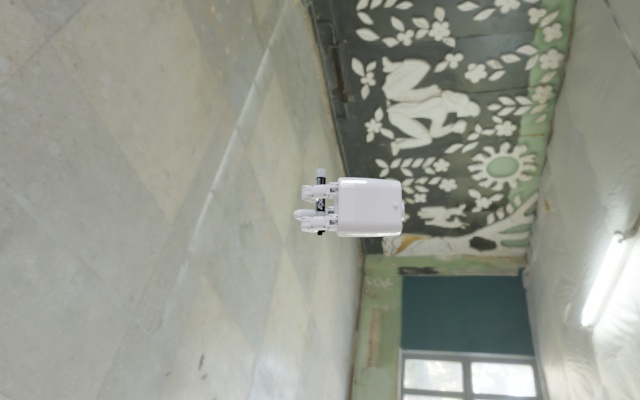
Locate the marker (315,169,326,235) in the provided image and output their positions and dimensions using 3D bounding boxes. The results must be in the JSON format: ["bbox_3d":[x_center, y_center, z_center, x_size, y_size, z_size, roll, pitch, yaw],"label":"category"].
[{"bbox_3d":[0.000,0.003,0.866,0.020,0.121,0.020,1,-11,0],"label":"marker"}]
